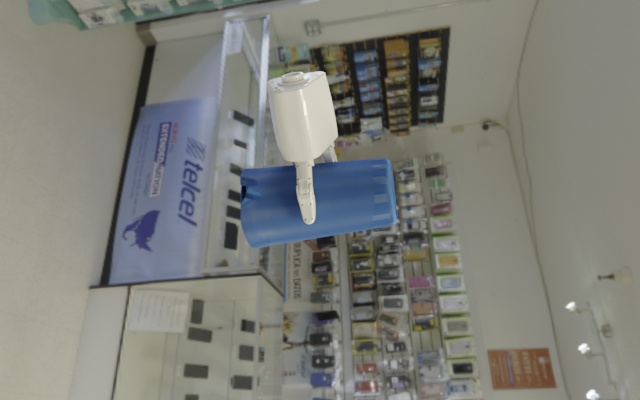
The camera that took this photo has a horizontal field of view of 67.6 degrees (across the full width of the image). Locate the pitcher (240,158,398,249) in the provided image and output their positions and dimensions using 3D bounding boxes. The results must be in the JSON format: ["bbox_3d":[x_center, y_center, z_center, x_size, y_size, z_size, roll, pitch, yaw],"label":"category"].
[{"bbox_3d":[0.000,0.002,0.781,0.243,0.145,0.149,-7,24,9],"label":"pitcher"}]
